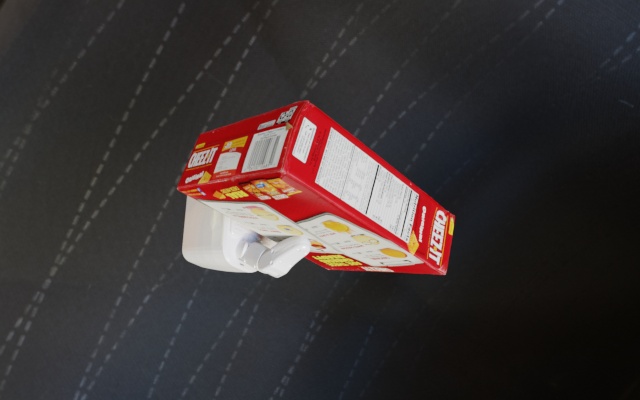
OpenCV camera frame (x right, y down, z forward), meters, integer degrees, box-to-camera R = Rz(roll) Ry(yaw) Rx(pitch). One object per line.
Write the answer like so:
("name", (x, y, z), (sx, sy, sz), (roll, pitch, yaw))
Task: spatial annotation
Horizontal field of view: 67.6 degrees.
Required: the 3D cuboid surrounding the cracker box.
("cracker box", (0.000, 0.002, 0.456), (0.214, 0.072, 0.164), (32, -24, -36))
